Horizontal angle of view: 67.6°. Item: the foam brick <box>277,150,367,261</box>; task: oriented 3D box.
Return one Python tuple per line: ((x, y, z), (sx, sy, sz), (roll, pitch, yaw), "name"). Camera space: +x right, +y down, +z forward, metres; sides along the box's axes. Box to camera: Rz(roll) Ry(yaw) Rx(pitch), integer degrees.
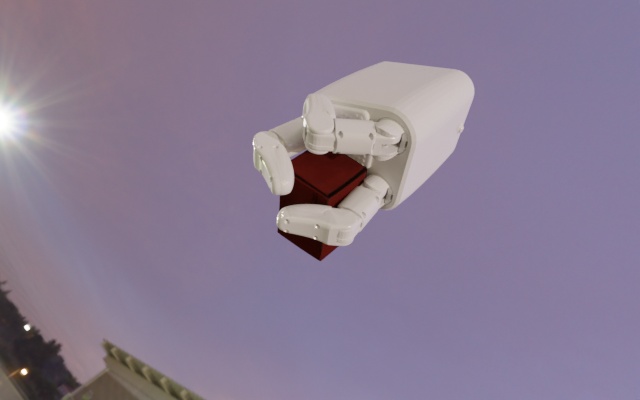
((0.000, 0.002, 0.407), (0.053, 0.078, 0.051), (33, 49, 24), "foam brick")
